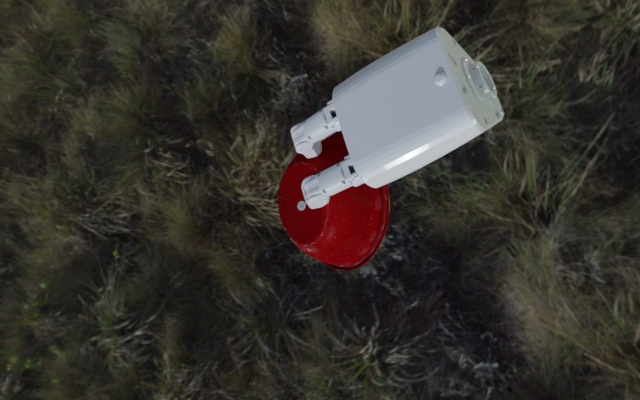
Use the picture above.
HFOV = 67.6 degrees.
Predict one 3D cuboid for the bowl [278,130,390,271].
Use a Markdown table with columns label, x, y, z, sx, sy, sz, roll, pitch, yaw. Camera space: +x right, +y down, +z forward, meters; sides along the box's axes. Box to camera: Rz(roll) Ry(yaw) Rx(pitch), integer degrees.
| label | x | y | z | sx | sy | sz | roll | pitch | yaw |
| --- | --- | --- | --- | --- | --- | --- | --- | --- | --- |
| bowl | -0.001 | 0.003 | 0.533 | 0.055 | 0.162 | 0.162 | -5 | 3 | -39 |
